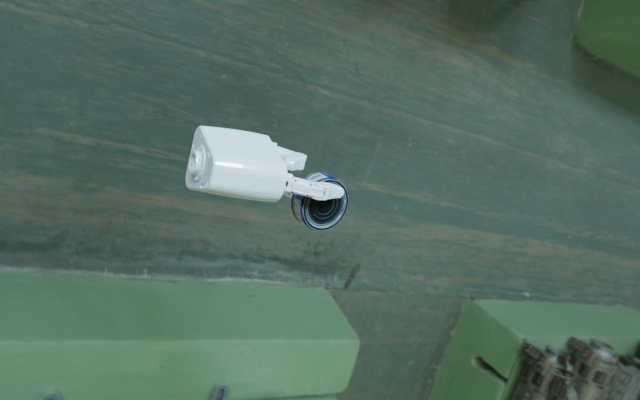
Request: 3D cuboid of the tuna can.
[{"bbox_3d":[0.000,0.003,0.728,0.086,0.086,0.033,0,18,-34],"label":"tuna can"}]
